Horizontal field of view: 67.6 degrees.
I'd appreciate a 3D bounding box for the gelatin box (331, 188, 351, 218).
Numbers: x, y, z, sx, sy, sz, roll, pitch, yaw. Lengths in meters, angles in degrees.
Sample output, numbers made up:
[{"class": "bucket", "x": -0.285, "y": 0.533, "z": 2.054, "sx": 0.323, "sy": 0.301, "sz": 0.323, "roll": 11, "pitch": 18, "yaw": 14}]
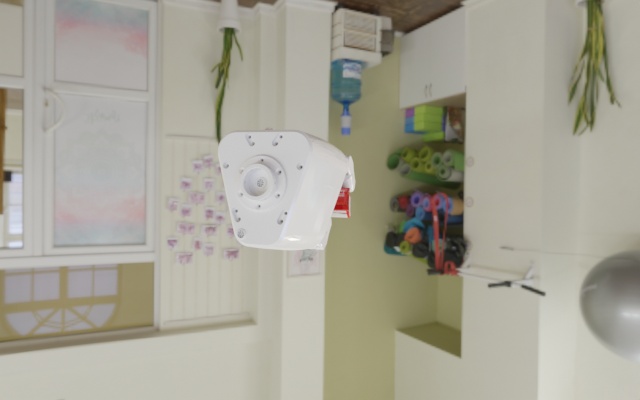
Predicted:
[{"class": "gelatin box", "x": 0.000, "y": 0.002, "z": 0.590, "sx": 0.073, "sy": 0.030, "sz": 0.089, "roll": 2, "pitch": -7, "yaw": 5}]
